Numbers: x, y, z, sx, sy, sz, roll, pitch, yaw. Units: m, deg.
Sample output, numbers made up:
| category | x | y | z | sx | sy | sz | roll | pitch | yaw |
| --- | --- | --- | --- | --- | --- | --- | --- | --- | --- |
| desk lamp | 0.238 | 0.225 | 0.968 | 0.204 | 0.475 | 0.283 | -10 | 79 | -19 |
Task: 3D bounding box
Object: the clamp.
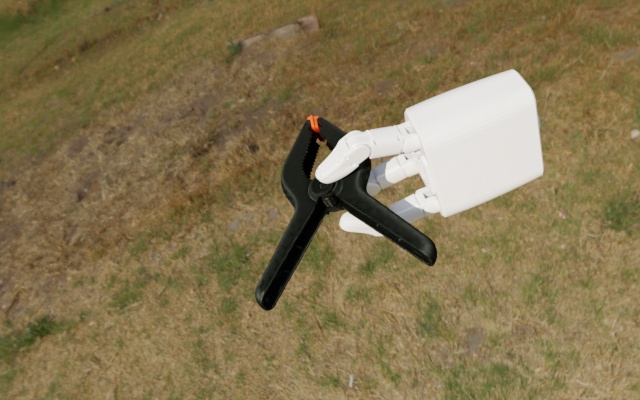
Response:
| category | x | y | z | sx | sy | sz | roll | pitch | yaw |
| --- | --- | --- | --- | --- | --- | --- | --- | --- | --- |
| clamp | 0.000 | 0.001 | 0.467 | 0.164 | 0.209 | 0.036 | -22 | -38 | 6 |
